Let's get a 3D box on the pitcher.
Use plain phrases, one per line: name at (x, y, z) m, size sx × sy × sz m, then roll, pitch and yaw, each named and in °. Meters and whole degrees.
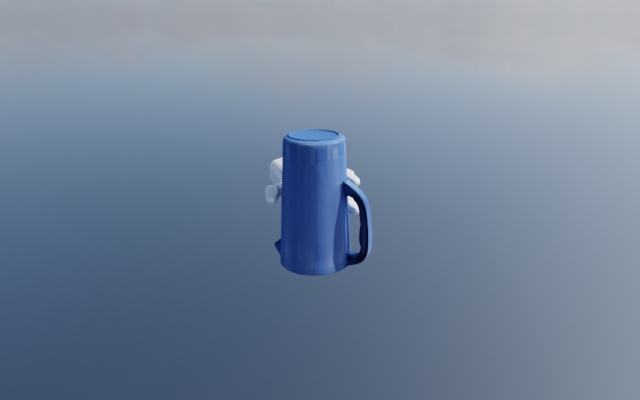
pitcher at (0.000, 0.003, 0.849) m, size 0.149 × 0.243 × 0.145 m, roll -7°, pitch 21°, yaw -19°
